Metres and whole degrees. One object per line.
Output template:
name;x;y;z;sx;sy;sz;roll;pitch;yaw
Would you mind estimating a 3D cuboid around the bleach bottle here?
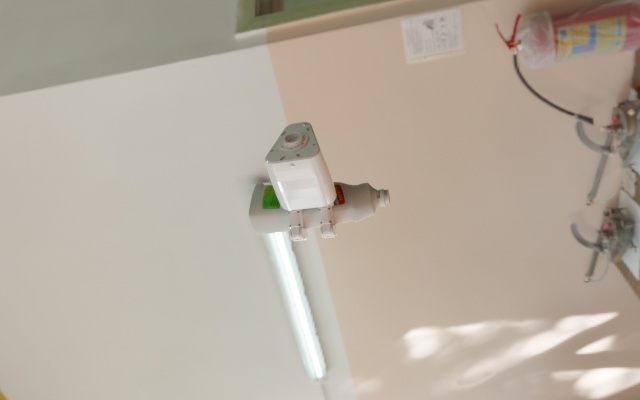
bleach bottle;0.000;0.003;0.873;0.251;0.068;0.102;-7;42;12
